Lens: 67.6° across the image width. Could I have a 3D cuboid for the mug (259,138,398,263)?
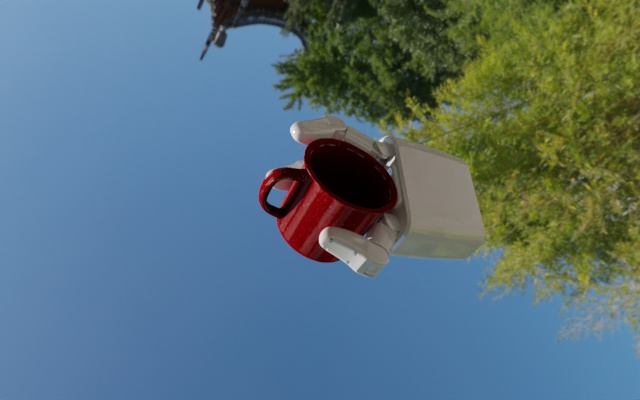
[{"bbox_3d":[-0.001,0.001,0.435,0.117,0.093,0.081,10,-48,-28],"label":"mug"}]
